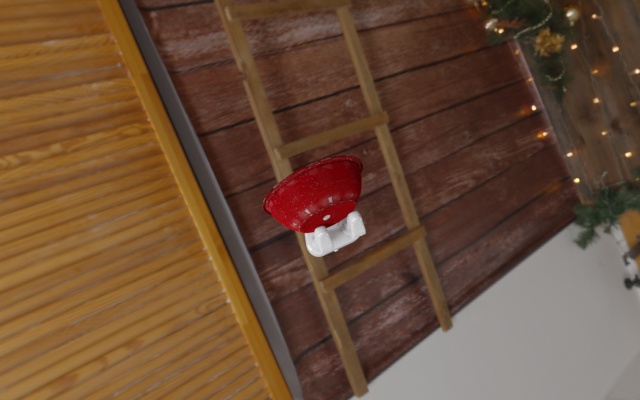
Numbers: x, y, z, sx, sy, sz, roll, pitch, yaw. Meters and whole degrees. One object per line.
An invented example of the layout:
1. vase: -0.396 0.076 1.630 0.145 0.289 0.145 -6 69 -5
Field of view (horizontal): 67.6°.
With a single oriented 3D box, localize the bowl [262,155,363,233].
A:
1. bowl: 0.000 0.002 0.696 0.162 0.055 0.162 -22 -21 -9
